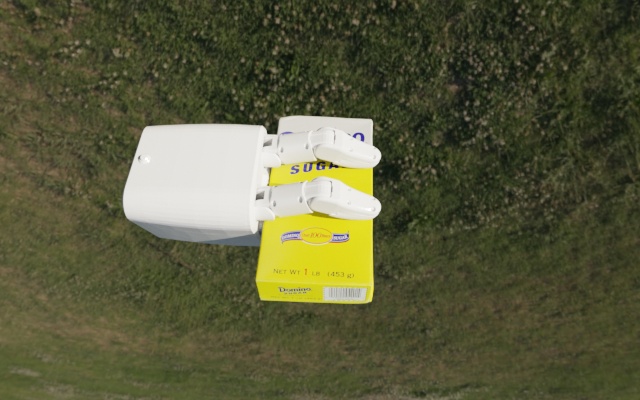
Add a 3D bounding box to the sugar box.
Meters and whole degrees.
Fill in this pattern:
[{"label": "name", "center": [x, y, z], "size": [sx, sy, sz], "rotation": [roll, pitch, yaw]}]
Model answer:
[{"label": "sugar box", "center": [0.000, 0.001, 0.425], "size": [0.093, 0.176, 0.048], "rotation": [2, -32, 1]}]
